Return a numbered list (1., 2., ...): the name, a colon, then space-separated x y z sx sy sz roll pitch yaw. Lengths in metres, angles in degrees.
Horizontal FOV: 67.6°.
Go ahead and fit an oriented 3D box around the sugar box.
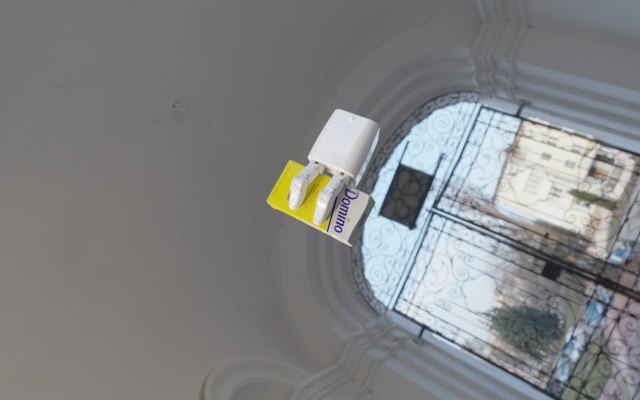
1. sugar box: 0.000 0.002 0.859 0.176 0.093 0.048 24 -8 26
